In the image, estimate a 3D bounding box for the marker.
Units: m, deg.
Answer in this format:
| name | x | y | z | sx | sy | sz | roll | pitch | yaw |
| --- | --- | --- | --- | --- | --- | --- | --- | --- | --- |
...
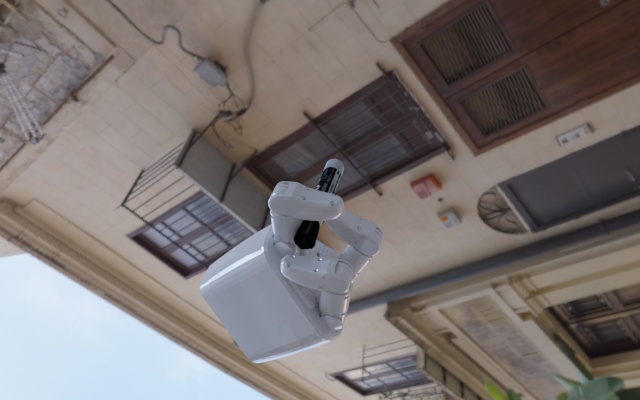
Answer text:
| name | x | y | z | sx | sy | sz | roll | pitch | yaw |
| --- | --- | --- | --- | --- | --- | --- | --- | --- | --- |
| marker | 0.000 | 0.001 | 0.435 | 0.020 | 0.020 | 0.121 | 0 | 36 | 18 |
